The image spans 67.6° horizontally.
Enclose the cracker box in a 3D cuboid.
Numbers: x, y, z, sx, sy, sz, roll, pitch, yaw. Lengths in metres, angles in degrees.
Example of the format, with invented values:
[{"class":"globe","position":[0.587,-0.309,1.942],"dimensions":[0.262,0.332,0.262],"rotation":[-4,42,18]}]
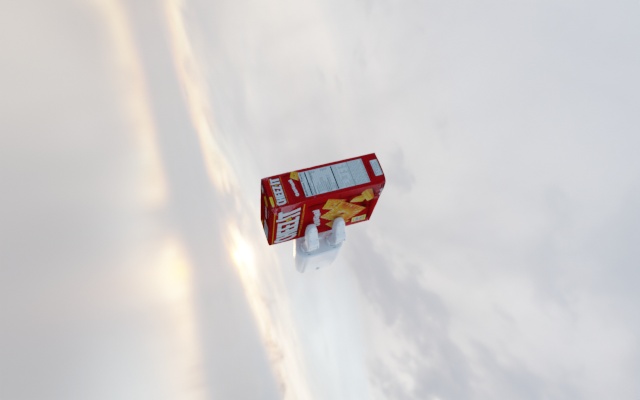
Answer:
[{"class":"cracker box","position":[0.000,0.003,0.884],"dimensions":[0.213,0.072,0.164],"rotation":[-14,-25,-14]}]
